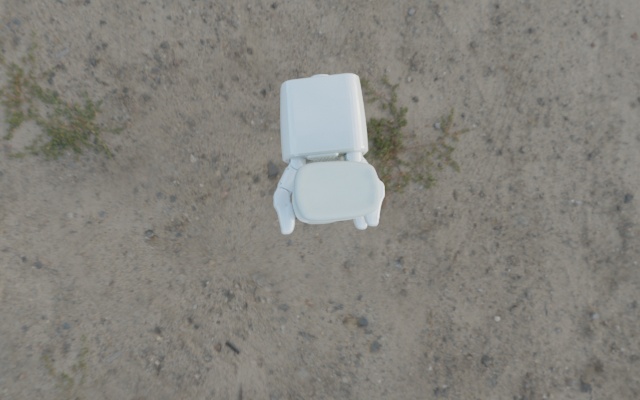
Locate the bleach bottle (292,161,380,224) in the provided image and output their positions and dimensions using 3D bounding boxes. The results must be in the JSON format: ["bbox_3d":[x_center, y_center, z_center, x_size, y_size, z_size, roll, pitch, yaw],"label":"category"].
[{"bbox_3d":[0.000,0.002,0.655,0.102,0.068,0.251,-4,-6,-11],"label":"bleach bottle"}]
